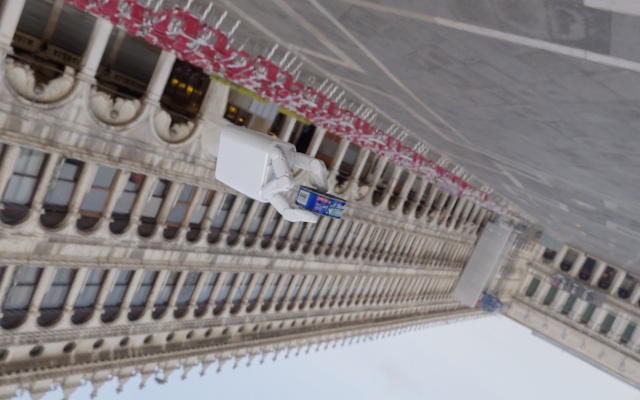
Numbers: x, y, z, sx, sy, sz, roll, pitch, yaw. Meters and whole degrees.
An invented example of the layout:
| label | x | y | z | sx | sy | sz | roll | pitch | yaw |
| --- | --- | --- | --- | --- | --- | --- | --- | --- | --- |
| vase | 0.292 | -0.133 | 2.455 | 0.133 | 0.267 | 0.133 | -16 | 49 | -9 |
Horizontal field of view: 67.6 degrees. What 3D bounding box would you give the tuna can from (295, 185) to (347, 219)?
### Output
| label | x | y | z | sx | sy | sz | roll | pitch | yaw |
| --- | --- | --- | --- | --- | --- | --- | --- | --- | --- |
| tuna can | 0.000 | 0.003 | 0.821 | 0.086 | 0.034 | 0.086 | 19 | 4 | -1 |
